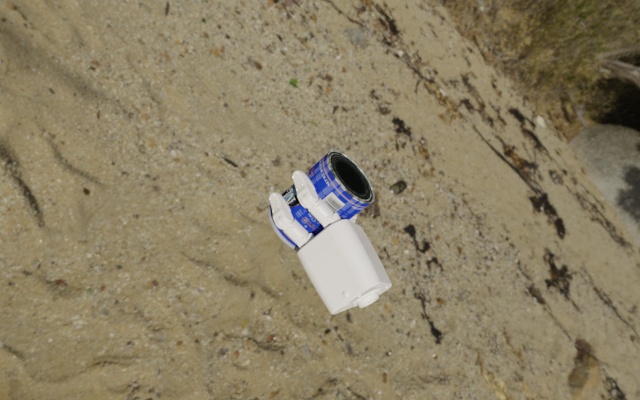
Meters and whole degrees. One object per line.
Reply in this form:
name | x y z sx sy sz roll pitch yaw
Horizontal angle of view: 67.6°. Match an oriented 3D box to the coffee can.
coffee can | 0.000 0.002 0.755 0.140 0.102 0.103 -40 -21 27
